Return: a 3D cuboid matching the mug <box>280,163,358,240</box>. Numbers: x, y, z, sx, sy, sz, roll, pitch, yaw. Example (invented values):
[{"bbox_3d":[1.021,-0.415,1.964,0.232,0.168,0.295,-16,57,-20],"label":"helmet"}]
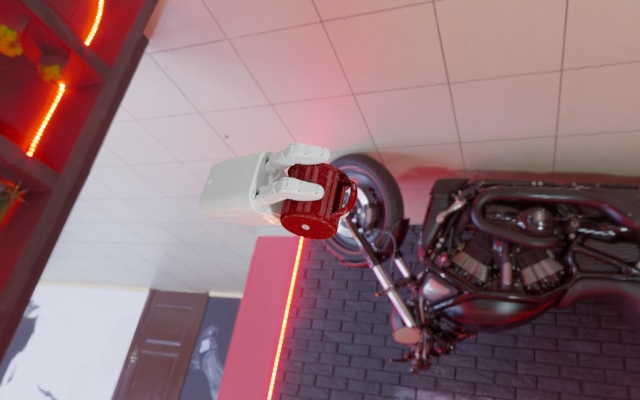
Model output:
[{"bbox_3d":[0.001,0.002,0.664,0.117,0.081,0.093,-7,-32,34],"label":"mug"}]
